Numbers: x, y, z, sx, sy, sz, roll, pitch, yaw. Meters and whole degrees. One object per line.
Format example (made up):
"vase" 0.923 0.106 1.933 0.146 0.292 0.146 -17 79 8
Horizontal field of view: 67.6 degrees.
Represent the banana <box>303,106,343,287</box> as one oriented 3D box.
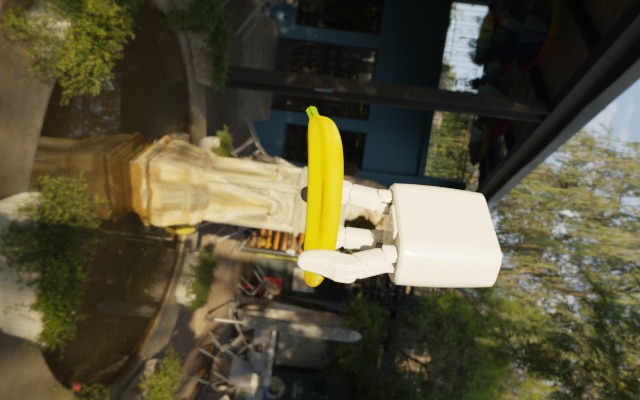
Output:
"banana" 0.002 0.000 0.497 0.037 0.198 0.069 2 5 -6
